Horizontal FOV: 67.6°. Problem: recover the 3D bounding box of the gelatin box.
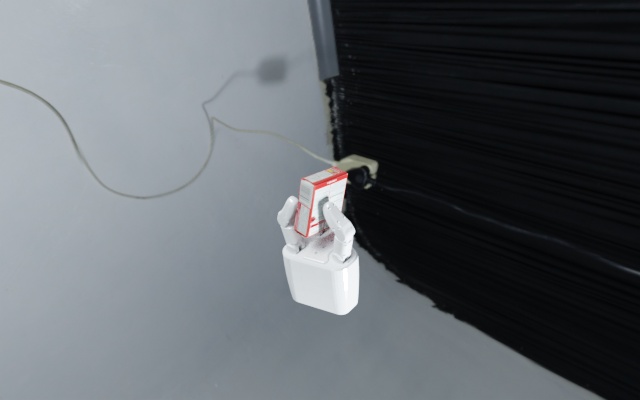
[{"bbox_3d":[0.000,0.002,0.695,0.030,0.089,0.073,30,35,33],"label":"gelatin box"}]
